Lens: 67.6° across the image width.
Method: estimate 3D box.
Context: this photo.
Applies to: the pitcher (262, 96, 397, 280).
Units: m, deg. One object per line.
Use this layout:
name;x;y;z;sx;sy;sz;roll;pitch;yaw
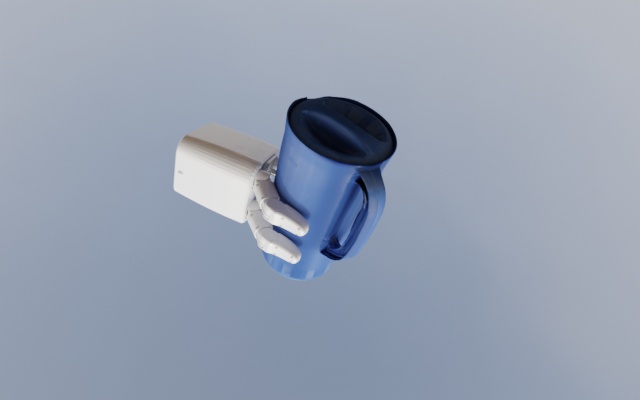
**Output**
pitcher;0.000;0.002;0.619;0.145;0.243;0.149;23;42;3
